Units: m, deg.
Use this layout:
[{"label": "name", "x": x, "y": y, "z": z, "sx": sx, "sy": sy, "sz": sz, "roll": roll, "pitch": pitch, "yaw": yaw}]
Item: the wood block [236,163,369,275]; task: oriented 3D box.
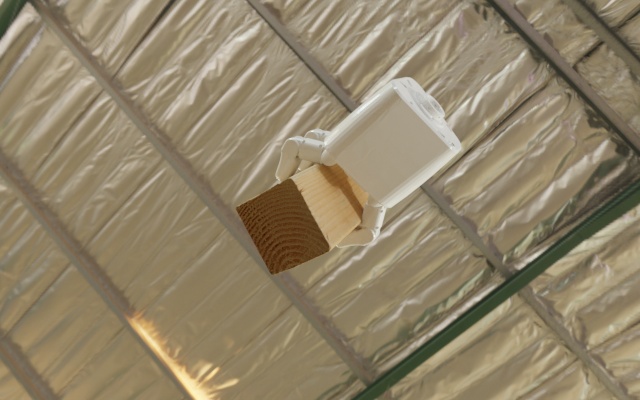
[{"label": "wood block", "x": 0.001, "y": 0.002, "z": 0.606, "sx": 0.090, "sy": 0.091, "sz": 0.206, "roll": -27, "pitch": 3, "yaw": 30}]
